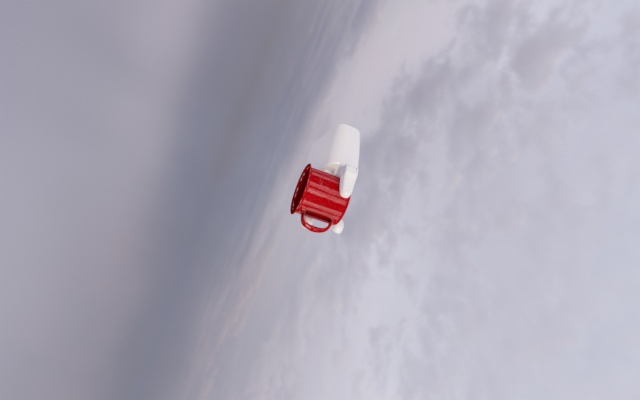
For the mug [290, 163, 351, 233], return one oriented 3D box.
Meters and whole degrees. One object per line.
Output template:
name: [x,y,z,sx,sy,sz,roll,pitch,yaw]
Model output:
mug: [0.000,0.004,0.817,0.081,0.117,0.093,20,-36,-13]
